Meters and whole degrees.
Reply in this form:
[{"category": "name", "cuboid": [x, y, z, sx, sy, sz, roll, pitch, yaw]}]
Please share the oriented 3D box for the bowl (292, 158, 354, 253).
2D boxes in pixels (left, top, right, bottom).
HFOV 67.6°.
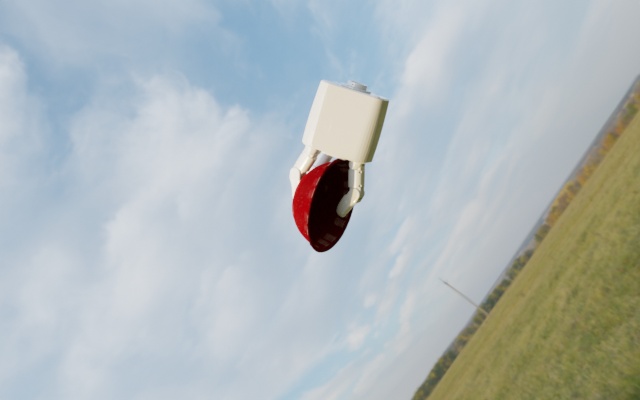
[{"category": "bowl", "cuboid": [-0.001, 0.004, 0.798, 0.055, 0.162, 0.162, 15, 7, 28]}]
